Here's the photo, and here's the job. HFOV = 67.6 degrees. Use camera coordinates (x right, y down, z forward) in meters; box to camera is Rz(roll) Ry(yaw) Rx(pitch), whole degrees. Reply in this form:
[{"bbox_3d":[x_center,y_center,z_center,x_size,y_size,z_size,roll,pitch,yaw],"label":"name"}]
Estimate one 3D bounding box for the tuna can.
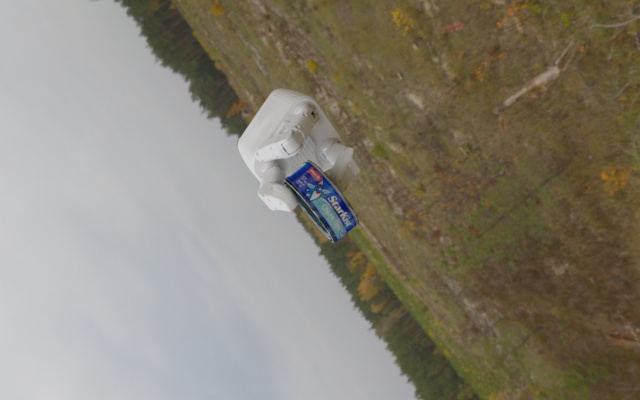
[{"bbox_3d":[0.000,0.002,0.495,0.034,0.086,0.086,-38,6,-7],"label":"tuna can"}]
